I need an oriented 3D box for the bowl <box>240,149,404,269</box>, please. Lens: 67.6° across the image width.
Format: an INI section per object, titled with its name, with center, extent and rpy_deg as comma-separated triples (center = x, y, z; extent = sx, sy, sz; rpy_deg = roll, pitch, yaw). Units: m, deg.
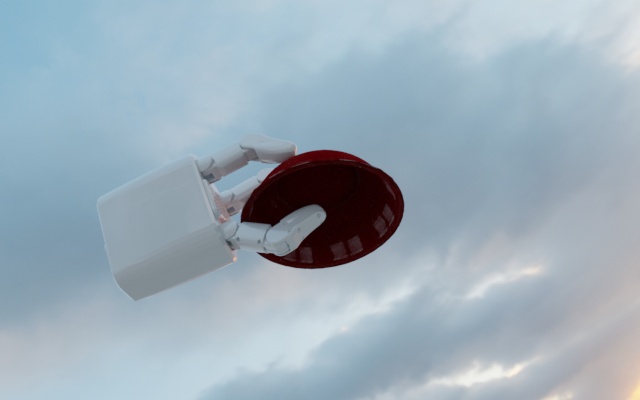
[bowl]
center = 0.001, 0.001, 0.485
extent = 0.162, 0.055, 0.162
rpy_deg = -5, -43, -5
